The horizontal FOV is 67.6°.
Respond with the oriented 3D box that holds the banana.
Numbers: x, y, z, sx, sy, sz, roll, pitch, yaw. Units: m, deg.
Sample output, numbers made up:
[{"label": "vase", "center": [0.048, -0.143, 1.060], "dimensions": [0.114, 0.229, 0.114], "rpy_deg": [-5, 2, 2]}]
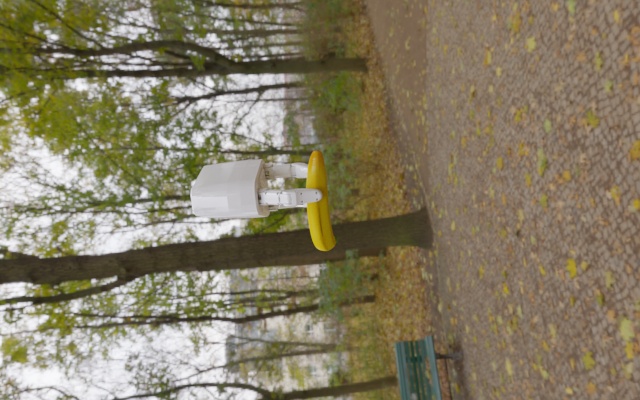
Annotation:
[{"label": "banana", "center": [-0.001, 0.017, 0.779], "dimensions": [0.037, 0.198, 0.069], "rpy_deg": [-3, 38, 8]}]
